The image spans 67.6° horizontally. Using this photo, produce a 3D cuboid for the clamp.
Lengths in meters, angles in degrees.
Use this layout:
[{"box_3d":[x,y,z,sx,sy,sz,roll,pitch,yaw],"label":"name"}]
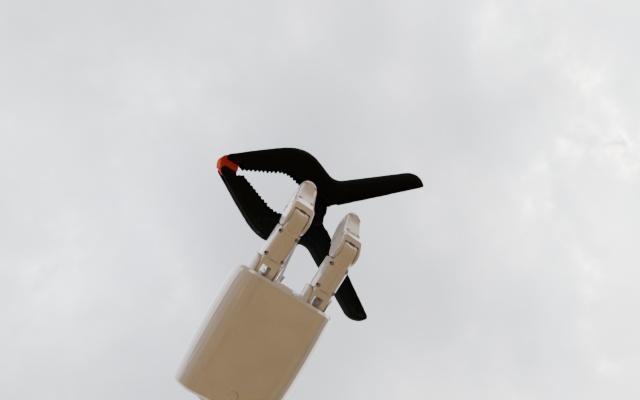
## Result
[{"box_3d":[-0.001,0.001,0.474,0.210,0.164,0.036,35,-12,-16],"label":"clamp"}]
